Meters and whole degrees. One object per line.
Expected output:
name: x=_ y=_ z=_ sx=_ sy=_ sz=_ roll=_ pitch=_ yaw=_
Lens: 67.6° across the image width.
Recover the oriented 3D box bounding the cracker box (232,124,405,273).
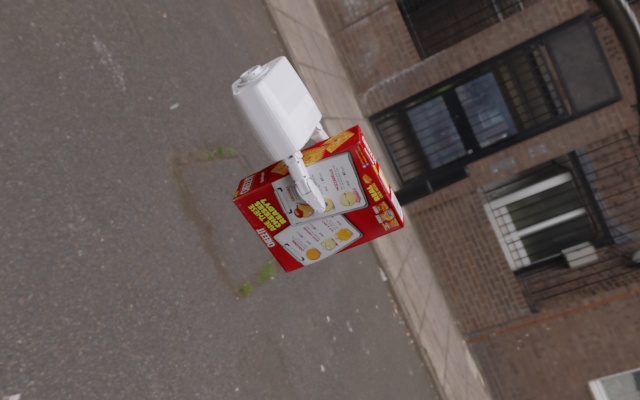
cracker box: x=0.000 y=0.002 z=0.746 sx=0.214 sy=0.164 sz=0.072 roll=-23 pitch=28 yaw=17
